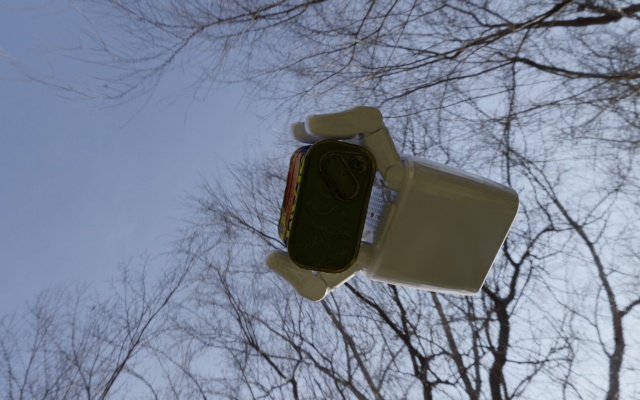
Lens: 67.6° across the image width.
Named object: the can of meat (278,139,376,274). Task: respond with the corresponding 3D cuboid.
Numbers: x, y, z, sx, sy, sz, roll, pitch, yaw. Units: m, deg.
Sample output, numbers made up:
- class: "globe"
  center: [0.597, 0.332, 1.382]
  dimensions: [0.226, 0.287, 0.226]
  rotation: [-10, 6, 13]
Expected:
- class: "can of meat"
  center: [0.000, 0.001, 0.404]
  dimensions: [0.057, 0.102, 0.084]
  rotation: [11, 3, -14]
